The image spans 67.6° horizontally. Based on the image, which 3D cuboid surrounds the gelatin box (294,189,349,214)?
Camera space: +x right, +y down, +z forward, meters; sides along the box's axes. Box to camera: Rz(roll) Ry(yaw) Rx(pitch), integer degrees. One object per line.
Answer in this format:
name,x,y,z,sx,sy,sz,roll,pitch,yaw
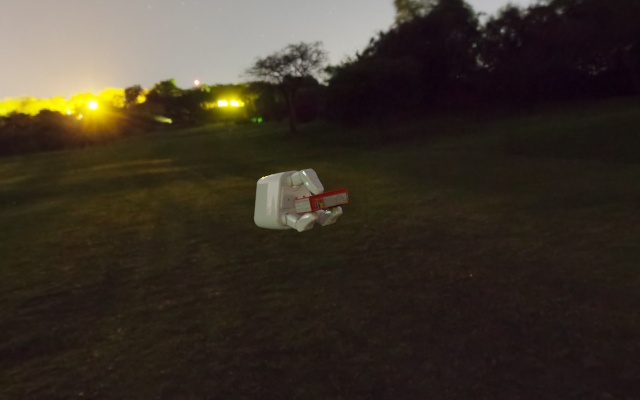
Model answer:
gelatin box,0.000,0.002,0.864,0.073,0.030,0.089,-12,0,-22
